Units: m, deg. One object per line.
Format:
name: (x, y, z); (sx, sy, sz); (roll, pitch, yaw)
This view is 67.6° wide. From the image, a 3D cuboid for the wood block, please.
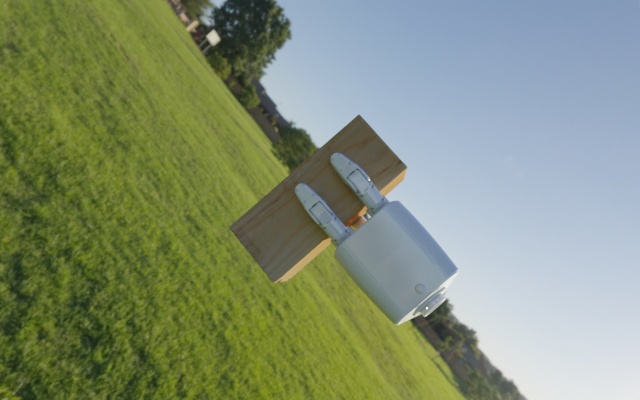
wood block: (0.000, 0.002, 0.603); (0.206, 0.090, 0.091); (-41, -10, 0)
